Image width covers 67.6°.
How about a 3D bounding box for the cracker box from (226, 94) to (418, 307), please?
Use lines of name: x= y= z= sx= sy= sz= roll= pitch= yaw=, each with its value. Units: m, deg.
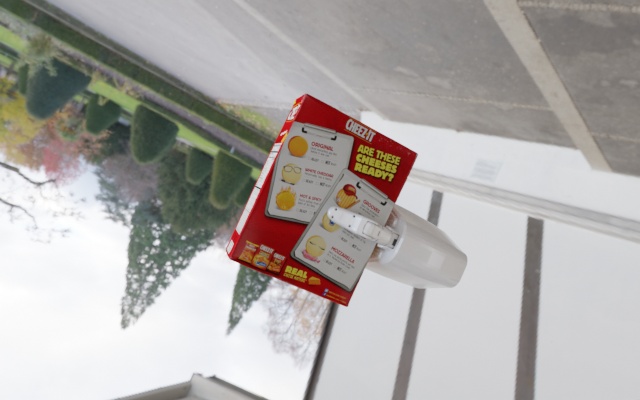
cracker box: x=0.000 y=0.002 z=0.600 sx=0.164 sy=0.213 sz=0.072 roll=25 pitch=-2 yaw=-18
